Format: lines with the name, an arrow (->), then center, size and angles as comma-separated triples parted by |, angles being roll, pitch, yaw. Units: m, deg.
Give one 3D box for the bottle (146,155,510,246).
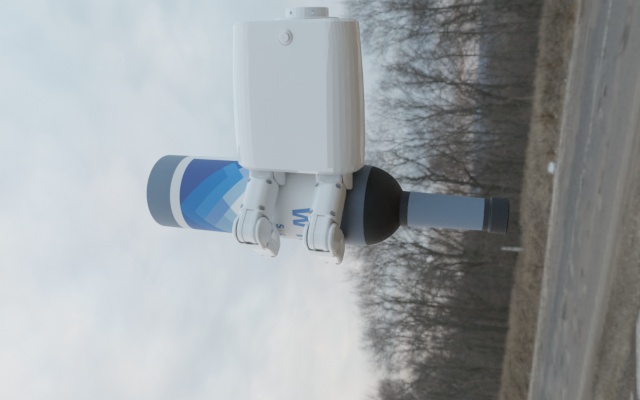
bottle -> 0.000, 0.001, 0.401 | 0.295, 0.069, 0.069 | 4, 1, 16
